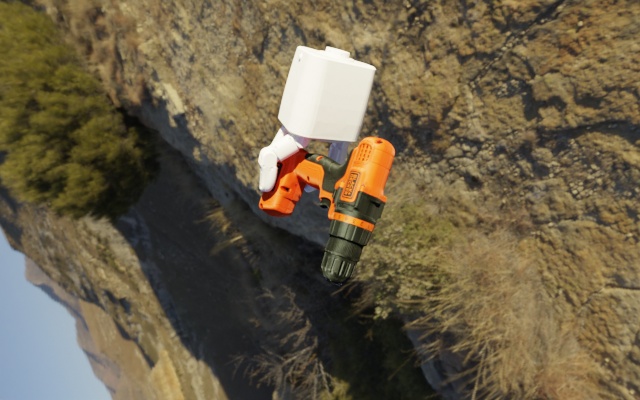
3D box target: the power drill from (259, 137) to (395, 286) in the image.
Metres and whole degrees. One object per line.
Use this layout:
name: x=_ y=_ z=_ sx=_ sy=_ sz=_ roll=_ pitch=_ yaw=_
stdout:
power drill: x=0.000 y=0.002 z=0.627 sx=0.187 sy=0.184 sz=0.057 roll=15 pitch=-8 yaw=46
